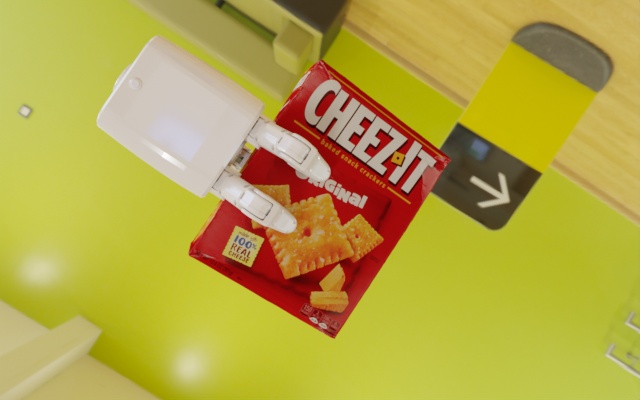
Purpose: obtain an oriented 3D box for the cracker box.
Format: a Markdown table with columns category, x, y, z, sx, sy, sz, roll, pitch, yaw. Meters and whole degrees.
| category | x | y | z | sx | sy | sz | roll | pitch | yaw |
| --- | --- | --- | --- | --- | --- | --- | --- | --- | --- |
| cracker box | 0.000 | 0.002 | 0.467 | 0.164 | 0.213 | 0.072 | 34 | -3 | -14 |
